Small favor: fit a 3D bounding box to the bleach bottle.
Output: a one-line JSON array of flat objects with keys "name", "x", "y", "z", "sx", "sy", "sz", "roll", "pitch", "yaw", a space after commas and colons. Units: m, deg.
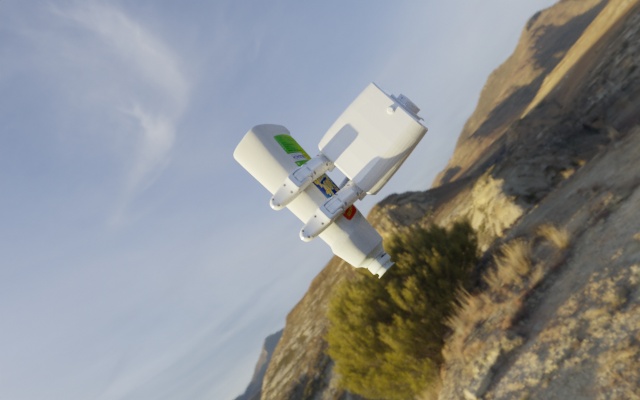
[{"name": "bleach bottle", "x": 0.000, "y": 0.002, "z": 0.638, "sx": 0.251, "sy": 0.068, "sz": 0.102, "roll": 44, "pitch": 19, "yaw": 13}]
